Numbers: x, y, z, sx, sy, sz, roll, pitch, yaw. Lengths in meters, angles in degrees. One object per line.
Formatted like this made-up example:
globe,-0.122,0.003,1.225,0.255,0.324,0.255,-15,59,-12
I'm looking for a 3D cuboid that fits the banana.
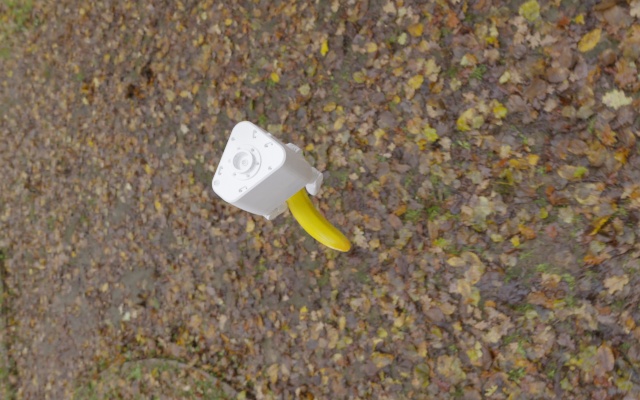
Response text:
banana,-0.018,0.007,0.814,0.069,0.197,0.037,-24,-12,-10
